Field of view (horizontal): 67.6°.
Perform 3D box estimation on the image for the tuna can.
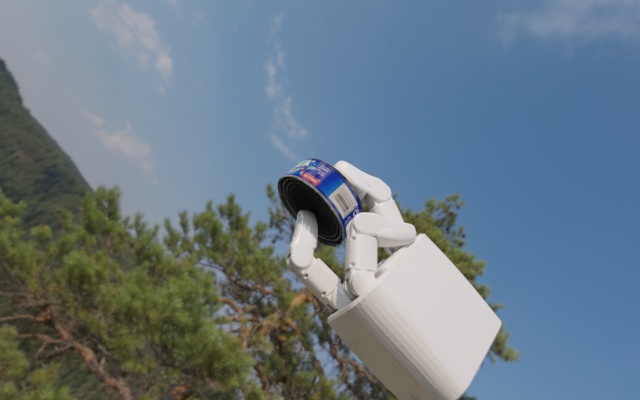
[{"bbox_3d":[0.000,0.001,0.465,0.033,0.086,0.086,-42,21,-25],"label":"tuna can"}]
